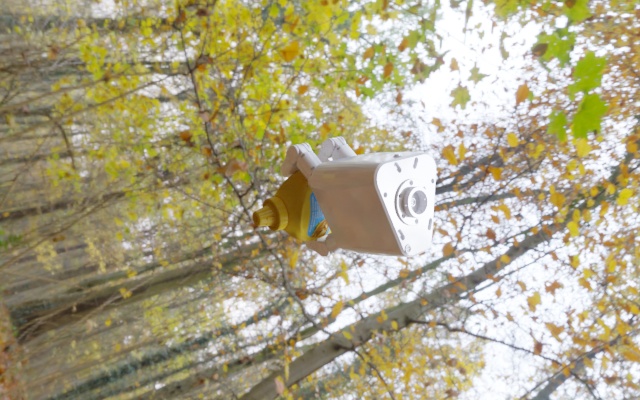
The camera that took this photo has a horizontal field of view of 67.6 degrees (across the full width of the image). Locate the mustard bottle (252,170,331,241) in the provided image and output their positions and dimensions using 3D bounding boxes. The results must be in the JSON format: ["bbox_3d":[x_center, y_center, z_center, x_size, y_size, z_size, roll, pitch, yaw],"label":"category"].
[{"bbox_3d":[0.000,0.002,0.616,0.191,0.096,0.058,-15,35,-35],"label":"mustard bottle"}]
